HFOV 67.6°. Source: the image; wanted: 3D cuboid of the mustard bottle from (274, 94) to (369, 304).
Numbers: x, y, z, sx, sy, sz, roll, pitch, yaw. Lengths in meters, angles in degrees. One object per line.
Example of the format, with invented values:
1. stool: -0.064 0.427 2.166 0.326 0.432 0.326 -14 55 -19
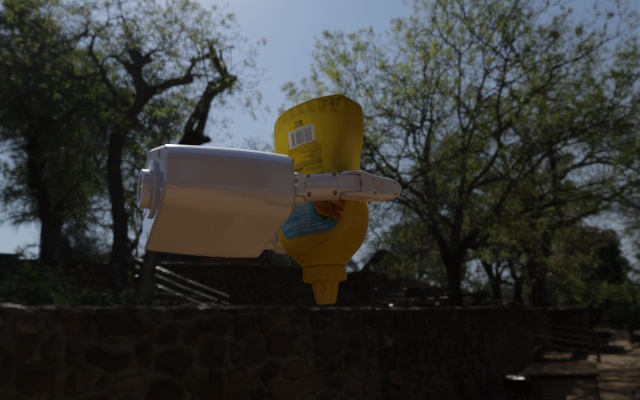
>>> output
1. mustard bottle: 0.000 0.001 0.459 0.096 0.191 0.058 -14 -18 36
